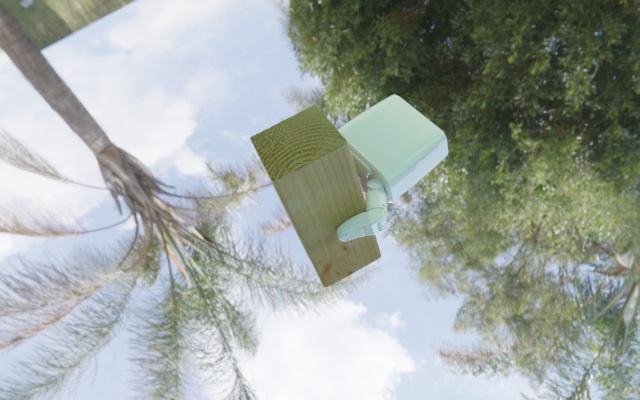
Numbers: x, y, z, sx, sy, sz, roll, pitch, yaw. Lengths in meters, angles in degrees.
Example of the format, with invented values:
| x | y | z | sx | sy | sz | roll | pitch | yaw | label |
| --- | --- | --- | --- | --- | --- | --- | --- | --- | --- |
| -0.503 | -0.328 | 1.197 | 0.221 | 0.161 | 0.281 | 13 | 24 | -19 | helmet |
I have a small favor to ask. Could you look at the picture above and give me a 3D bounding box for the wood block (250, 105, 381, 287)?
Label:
| x | y | z | sx | sy | sz | roll | pitch | yaw | label |
| --- | --- | --- | --- | --- | --- | --- | --- | --- | --- |
| 0.001 | 0.002 | 0.591 | 0.090 | 0.206 | 0.090 | -28 | 45 | -5 | wood block |
